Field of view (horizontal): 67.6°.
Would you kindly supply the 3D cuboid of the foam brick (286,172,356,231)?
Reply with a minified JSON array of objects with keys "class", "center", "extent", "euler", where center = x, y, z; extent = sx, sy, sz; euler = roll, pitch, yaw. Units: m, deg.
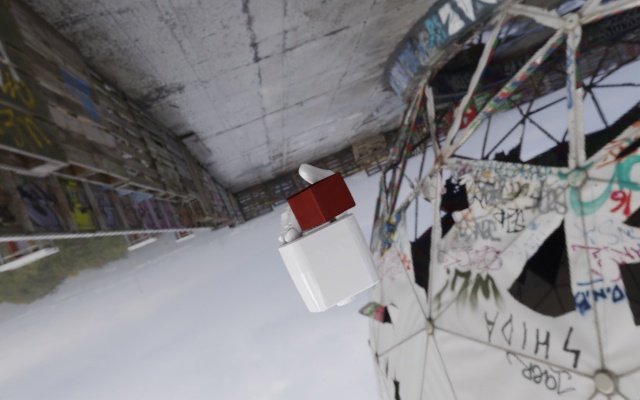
[{"class":"foam brick","center":[0.000,0.002,0.639],"extent":[0.053,0.051,0.078],"euler":[-27,0,-29]}]
